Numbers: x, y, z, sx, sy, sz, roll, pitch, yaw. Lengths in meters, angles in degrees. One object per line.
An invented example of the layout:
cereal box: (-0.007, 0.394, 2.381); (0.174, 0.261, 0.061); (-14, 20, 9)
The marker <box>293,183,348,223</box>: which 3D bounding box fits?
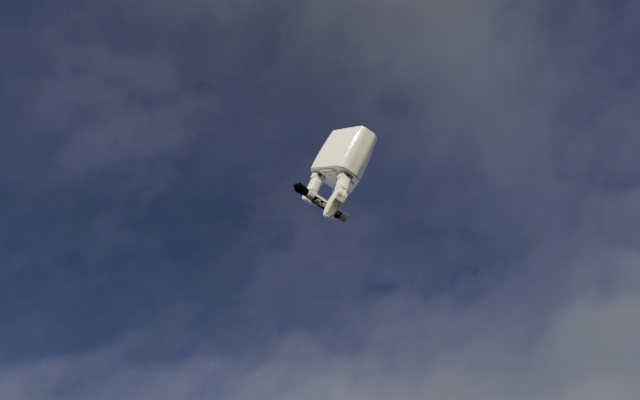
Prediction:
marker: (0.000, 0.003, 0.898); (0.121, 0.020, 0.020); (34, -12, -18)
